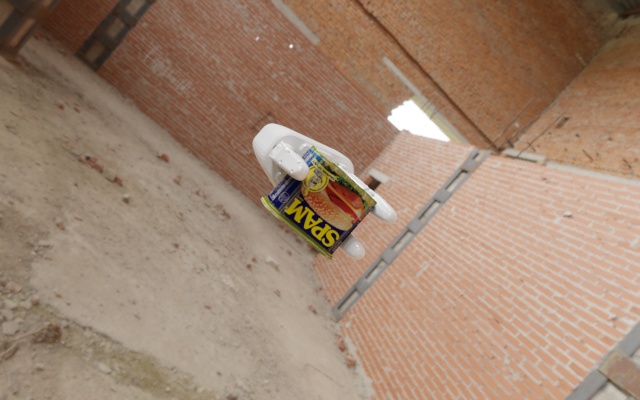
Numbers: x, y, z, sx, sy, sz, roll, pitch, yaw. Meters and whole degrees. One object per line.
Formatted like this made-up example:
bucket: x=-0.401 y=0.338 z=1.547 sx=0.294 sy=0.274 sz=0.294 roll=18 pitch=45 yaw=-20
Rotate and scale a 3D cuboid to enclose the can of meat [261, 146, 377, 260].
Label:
can of meat: x=0.000 y=0.001 z=0.533 sx=0.102 sy=0.084 sz=0.057 roll=41 pitch=2 yaw=-20
